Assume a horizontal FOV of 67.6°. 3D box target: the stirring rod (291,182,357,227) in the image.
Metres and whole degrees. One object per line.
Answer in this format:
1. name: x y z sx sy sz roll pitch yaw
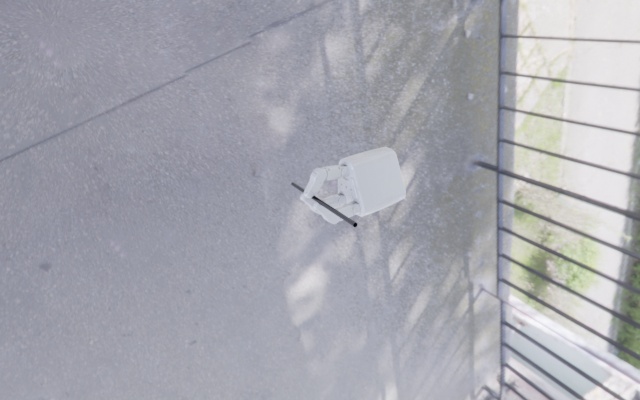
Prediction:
1. stirring rod: 0.000 0.003 0.869 0.011 0.011 0.239 0 18 -29
